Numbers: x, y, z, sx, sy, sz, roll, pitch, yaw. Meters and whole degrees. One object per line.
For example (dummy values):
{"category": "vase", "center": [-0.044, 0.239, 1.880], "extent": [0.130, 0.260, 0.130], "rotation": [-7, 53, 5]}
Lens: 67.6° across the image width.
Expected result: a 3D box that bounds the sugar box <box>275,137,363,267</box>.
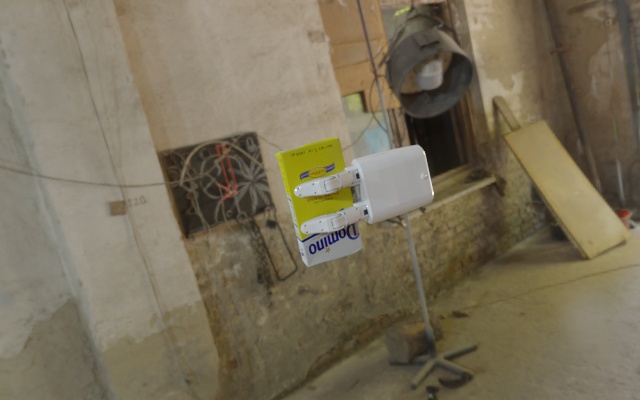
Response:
{"category": "sugar box", "center": [0.000, 0.002, 0.714], "extent": [0.093, 0.176, 0.048], "rotation": [-16, 10, -11]}
